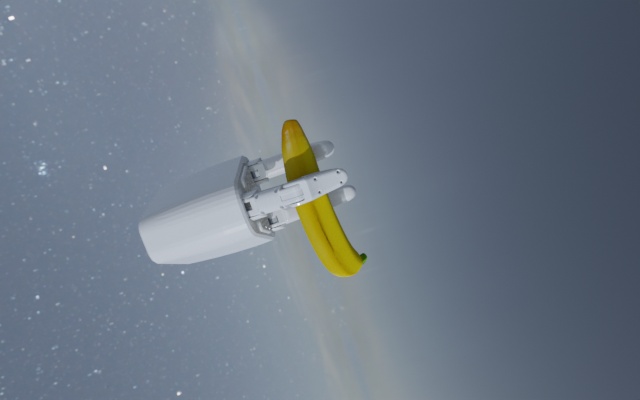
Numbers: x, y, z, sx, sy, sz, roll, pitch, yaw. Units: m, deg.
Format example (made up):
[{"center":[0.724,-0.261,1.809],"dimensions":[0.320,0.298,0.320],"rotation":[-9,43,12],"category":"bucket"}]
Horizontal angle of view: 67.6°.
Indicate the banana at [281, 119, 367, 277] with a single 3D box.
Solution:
[{"center":[0.001,0.014,0.490],"dimensions":[0.037,0.198,0.069],"rotation":[-19,30,13],"category":"banana"}]
